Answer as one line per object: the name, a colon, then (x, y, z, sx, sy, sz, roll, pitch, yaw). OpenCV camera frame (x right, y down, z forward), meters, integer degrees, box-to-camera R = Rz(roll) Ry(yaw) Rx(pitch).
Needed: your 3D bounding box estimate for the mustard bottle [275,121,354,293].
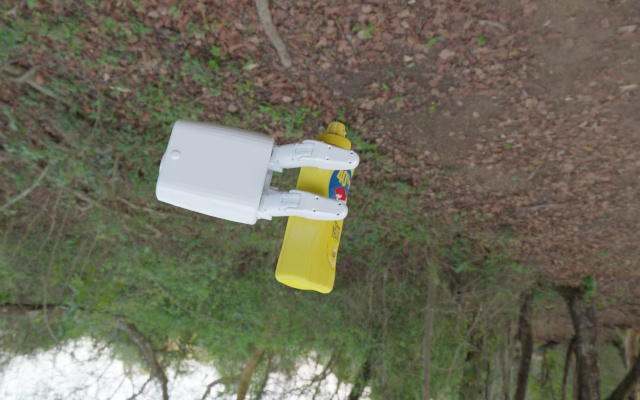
mustard bottle: (0.000, 0.002, 0.533, 0.058, 0.191, 0.096, 6, -16, 18)
